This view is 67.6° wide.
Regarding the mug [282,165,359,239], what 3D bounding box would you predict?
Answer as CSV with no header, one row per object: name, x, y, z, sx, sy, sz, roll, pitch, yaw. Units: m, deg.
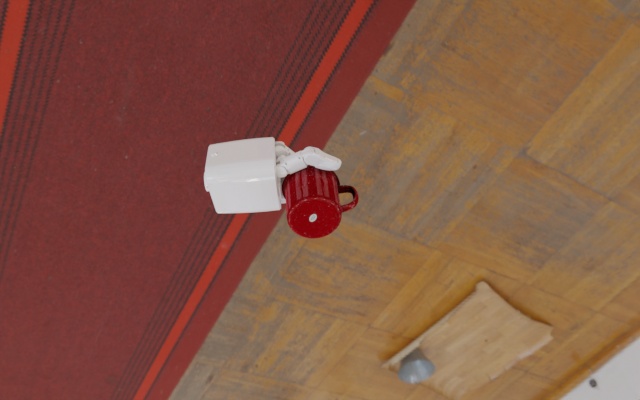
mug,0.002,0.002,0.729,0.117,0.093,0.081,-6,38,-2
